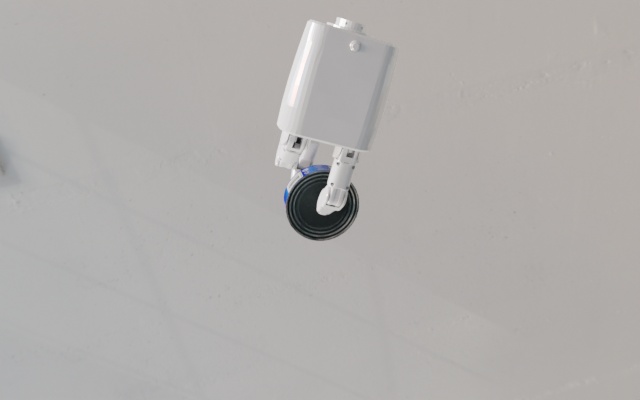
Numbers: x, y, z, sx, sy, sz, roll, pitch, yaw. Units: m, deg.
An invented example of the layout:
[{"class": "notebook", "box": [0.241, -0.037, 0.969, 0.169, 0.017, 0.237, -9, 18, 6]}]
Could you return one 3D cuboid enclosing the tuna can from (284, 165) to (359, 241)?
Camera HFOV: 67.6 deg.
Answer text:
[{"class": "tuna can", "box": [0.000, 0.002, 0.562, 0.086, 0.086, 0.033, 0, 20, -11]}]
